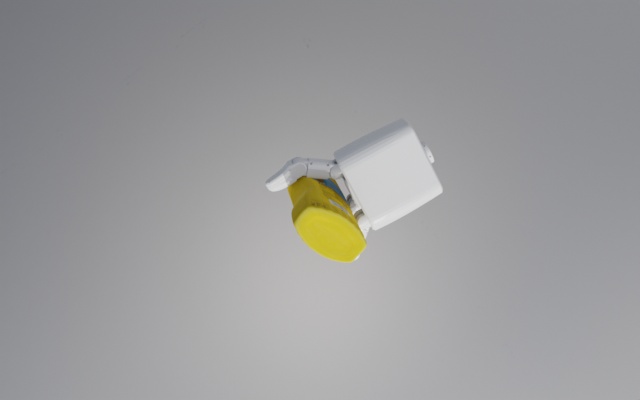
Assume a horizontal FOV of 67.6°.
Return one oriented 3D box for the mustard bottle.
[{"bbox_3d":[0.000,0.002,0.641,0.096,0.058,0.191,33,16,-21],"label":"mustard bottle"}]
